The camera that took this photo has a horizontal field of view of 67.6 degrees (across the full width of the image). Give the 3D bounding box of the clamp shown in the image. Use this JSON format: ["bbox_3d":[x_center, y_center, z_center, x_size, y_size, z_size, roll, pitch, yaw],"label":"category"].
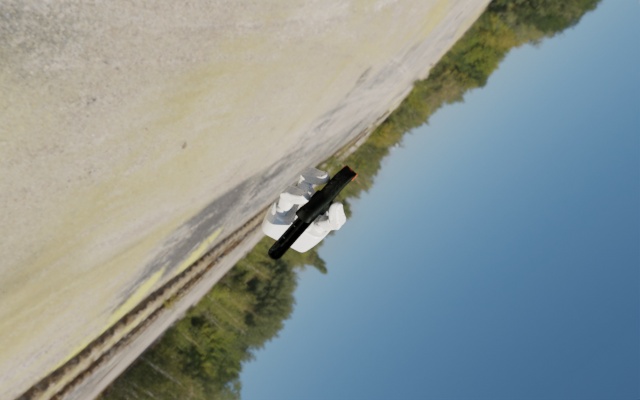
[{"bbox_3d":[0.001,0.003,0.802,0.210,0.036,0.165,-46,-2,-29],"label":"clamp"}]
